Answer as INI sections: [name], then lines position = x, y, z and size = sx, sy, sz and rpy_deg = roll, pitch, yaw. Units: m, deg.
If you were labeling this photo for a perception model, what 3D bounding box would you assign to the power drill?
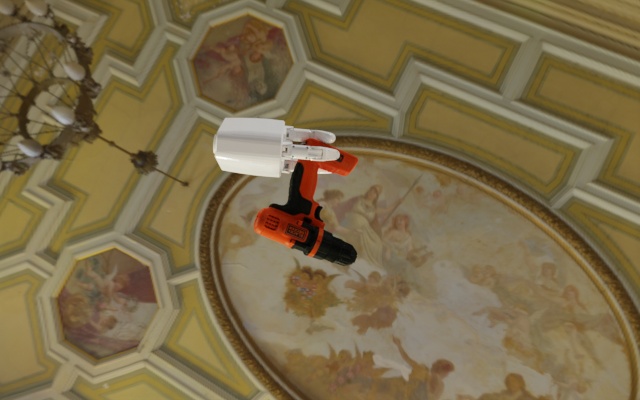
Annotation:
[power drill]
position = 0.000, 0.002, 0.813
size = 0.184, 0.187, 0.057
rpy_deg = 23, -15, -13
